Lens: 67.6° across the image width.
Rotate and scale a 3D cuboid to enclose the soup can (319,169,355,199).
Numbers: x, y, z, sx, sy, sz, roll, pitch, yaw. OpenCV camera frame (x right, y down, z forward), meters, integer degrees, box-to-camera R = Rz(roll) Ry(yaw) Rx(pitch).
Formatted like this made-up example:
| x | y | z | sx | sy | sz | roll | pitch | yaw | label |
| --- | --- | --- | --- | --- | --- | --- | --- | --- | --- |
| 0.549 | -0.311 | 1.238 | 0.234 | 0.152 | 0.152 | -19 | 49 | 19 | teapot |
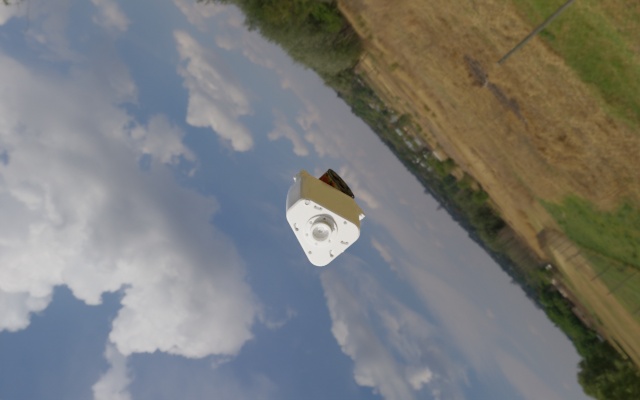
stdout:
| x | y | z | sx | sy | sz | roll | pitch | yaw | label |
| --- | --- | --- | --- | --- | --- | --- | --- | --- | --- |
| 0.000 | 0.003 | 0.838 | 0.102 | 0.068 | 0.068 | -41 | -11 | 13 | soup can |
